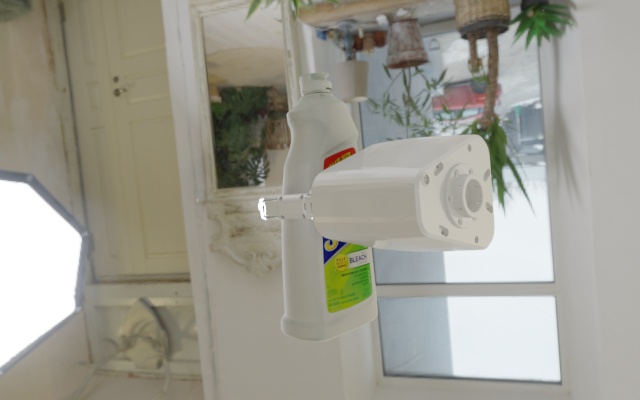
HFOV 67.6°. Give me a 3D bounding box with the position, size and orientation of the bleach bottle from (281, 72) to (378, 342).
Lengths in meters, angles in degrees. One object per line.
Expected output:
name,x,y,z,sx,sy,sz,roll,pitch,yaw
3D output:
bleach bottle,0.000,0.002,0.475,0.102,0.251,0.068,-9,4,-43
